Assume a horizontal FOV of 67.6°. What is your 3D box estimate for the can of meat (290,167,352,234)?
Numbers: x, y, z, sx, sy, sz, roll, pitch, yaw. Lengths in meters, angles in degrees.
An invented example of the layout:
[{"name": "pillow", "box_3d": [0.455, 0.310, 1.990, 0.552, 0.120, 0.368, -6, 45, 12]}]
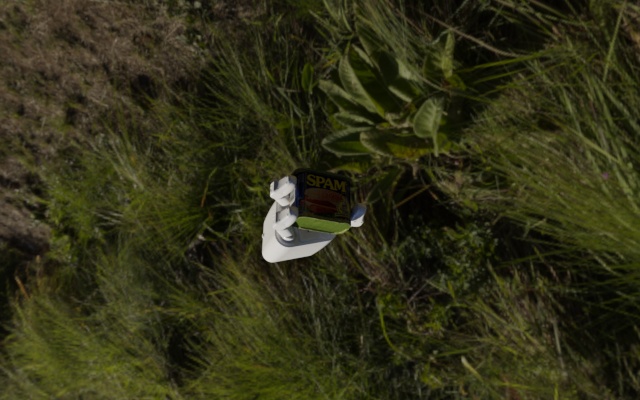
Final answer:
[{"name": "can of meat", "box_3d": [0.000, 0.003, 0.766, 0.102, 0.084, 0.057, 11, -27, -22]}]
